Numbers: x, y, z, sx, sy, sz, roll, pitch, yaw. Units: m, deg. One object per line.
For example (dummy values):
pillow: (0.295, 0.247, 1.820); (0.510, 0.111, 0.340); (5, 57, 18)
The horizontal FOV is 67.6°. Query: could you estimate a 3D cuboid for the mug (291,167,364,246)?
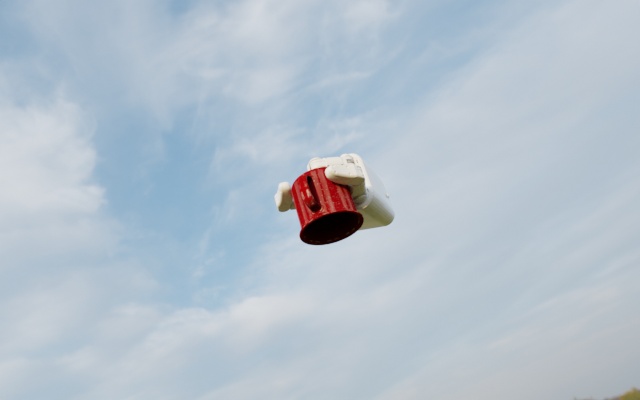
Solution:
mug: (-0.001, 0.002, 0.670); (0.093, 0.081, 0.117); (-27, -32, 16)
